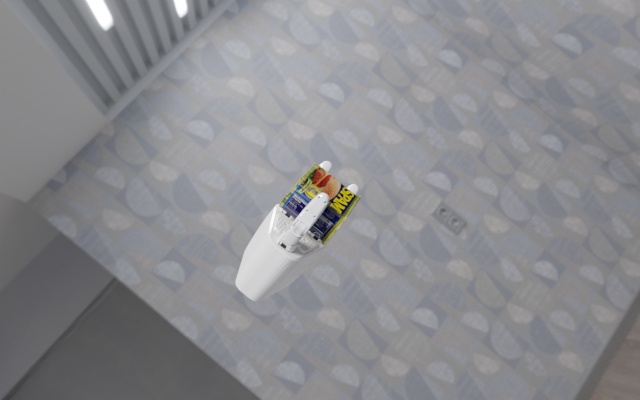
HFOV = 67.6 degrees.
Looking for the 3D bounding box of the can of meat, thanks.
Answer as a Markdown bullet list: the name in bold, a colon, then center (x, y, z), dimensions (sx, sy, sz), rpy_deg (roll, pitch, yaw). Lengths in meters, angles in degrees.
- **can of meat**: center (0.000, 0.002, 0.679), dimensions (0.084, 0.057, 0.102), rpy_deg (39, 32, 1)
